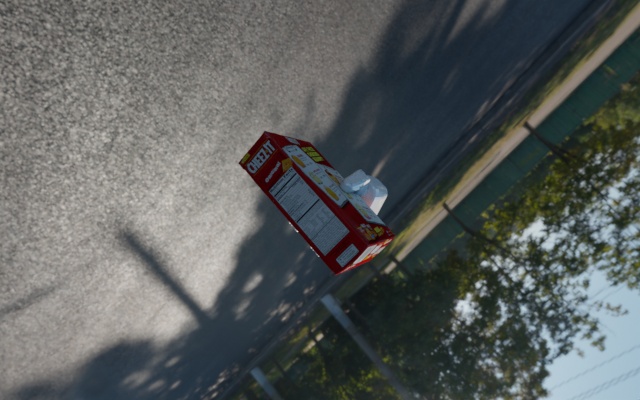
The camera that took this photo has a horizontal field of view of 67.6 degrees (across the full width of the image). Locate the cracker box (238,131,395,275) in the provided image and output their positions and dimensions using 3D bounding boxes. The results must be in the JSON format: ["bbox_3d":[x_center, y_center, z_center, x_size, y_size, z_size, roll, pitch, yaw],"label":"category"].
[{"bbox_3d":[0.000,0.002,0.705,0.072,0.213,0.164,-46,-14,15],"label":"cracker box"}]
